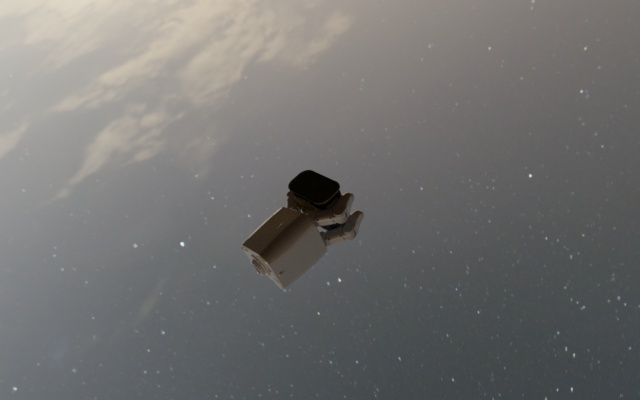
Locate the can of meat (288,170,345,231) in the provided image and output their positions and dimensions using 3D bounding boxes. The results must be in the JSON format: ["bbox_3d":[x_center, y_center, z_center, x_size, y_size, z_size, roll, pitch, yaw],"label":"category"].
[{"bbox_3d":[0.000,0.003,0.864,0.057,0.084,0.102,-43,44,-21],"label":"can of meat"}]
